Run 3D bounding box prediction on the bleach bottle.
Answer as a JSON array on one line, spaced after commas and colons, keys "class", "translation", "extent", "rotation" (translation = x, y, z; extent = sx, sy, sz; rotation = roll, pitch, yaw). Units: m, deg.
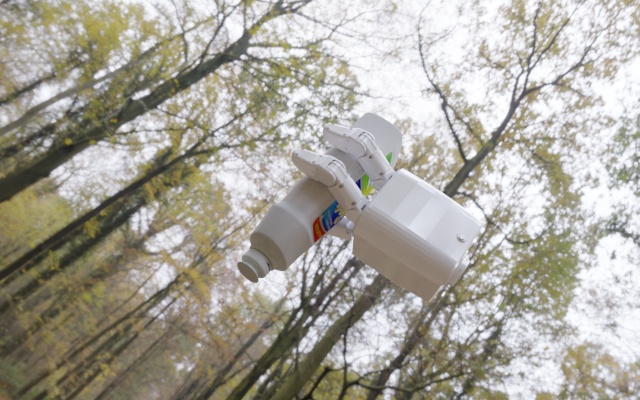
[{"class": "bleach bottle", "translation": [0.000, 0.002, 0.543], "extent": [0.068, 0.103, 0.250], "rotation": [34, 55, 15]}]
